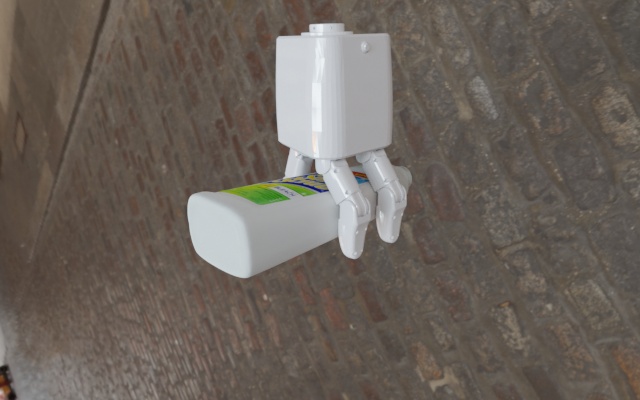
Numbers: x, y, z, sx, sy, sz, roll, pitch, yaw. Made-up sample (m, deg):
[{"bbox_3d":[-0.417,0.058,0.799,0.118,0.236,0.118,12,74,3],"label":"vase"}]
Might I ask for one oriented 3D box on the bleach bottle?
[{"bbox_3d":[0.000,0.002,0.494,0.251,0.068,0.102,-19,24,-40],"label":"bleach bottle"}]
